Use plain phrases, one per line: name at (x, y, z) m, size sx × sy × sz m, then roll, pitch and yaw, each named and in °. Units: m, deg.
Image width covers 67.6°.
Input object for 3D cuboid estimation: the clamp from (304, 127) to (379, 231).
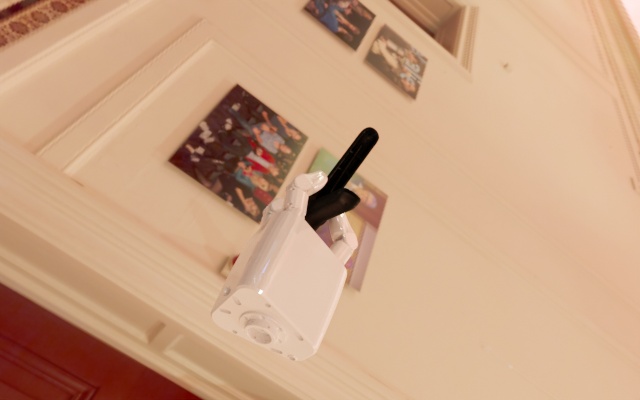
clamp at (0.000, 0.003, 0.612) m, size 0.036 × 0.164 × 0.210 m, roll 38°, pitch -48°, yaw -10°
